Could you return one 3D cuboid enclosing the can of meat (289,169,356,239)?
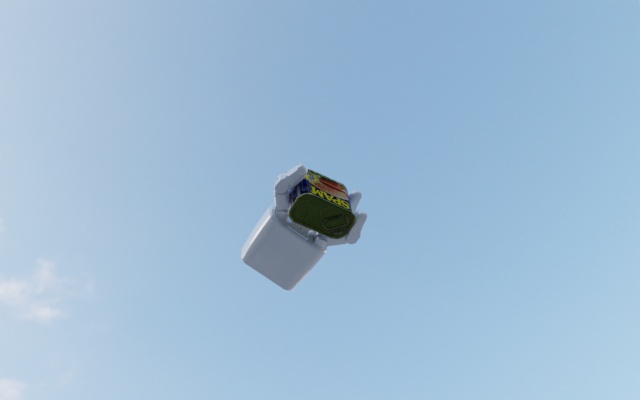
[{"bbox_3d":[0.000,0.002,0.753,0.102,0.057,0.084,24,28,-20],"label":"can of meat"}]
